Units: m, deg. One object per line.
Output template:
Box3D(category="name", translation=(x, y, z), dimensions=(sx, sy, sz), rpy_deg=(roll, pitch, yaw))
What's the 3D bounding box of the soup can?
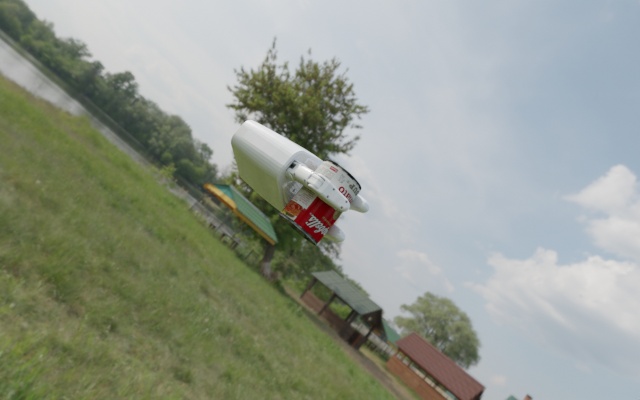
Box3D(category="soup can", translation=(0.001, 0.002, 0.661), dimensions=(0.068, 0.102, 0.068), rpy_deg=(39, -9, 7))
